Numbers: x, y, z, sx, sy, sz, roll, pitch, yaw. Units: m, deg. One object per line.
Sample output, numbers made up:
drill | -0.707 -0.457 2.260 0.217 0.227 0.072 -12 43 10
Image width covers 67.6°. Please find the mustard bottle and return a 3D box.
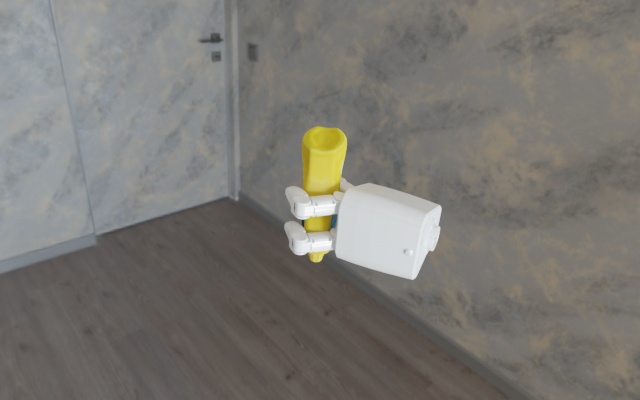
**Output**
mustard bottle | 0.000 0.002 0.659 0.058 0.192 0.096 4 28 1
